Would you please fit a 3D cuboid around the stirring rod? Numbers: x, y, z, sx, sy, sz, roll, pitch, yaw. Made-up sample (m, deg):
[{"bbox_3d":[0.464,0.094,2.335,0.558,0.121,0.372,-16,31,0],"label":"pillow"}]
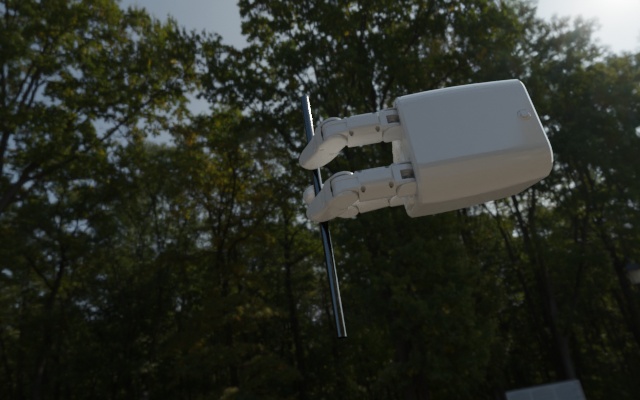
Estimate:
[{"bbox_3d":[0.000,0.002,0.427,0.011,0.239,0.011,-7,-28,-4],"label":"stirring rod"}]
